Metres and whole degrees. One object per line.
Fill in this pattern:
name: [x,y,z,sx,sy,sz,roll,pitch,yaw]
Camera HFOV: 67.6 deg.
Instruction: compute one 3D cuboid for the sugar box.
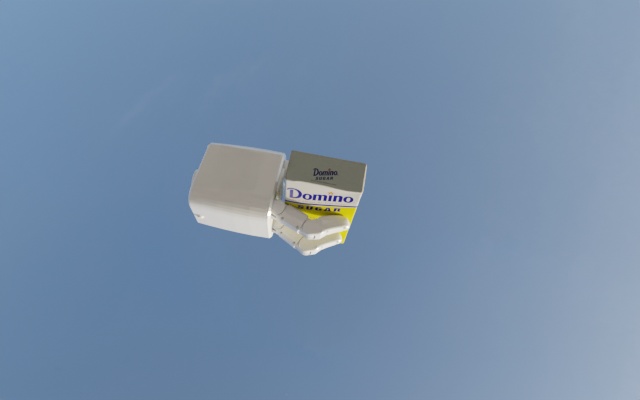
sugar box: [0.000,0.003,0.628,0.093,0.048,0.176,10,-22,0]
